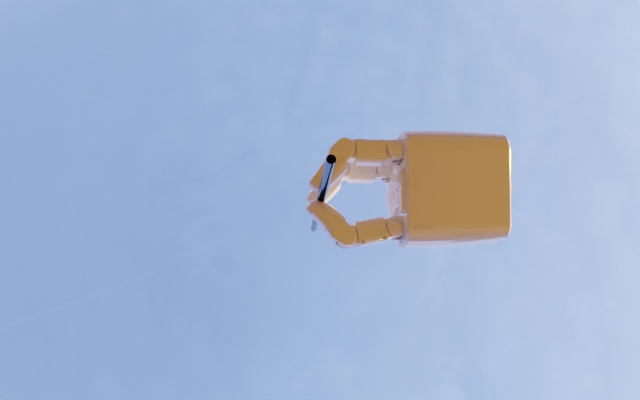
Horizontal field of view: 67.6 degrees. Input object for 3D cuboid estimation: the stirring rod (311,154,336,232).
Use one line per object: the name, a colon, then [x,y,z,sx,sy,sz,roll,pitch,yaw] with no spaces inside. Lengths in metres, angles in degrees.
stirring rod: [0.000,0.002,0.485,0.011,0.011,0.239,0,-16,-4]
